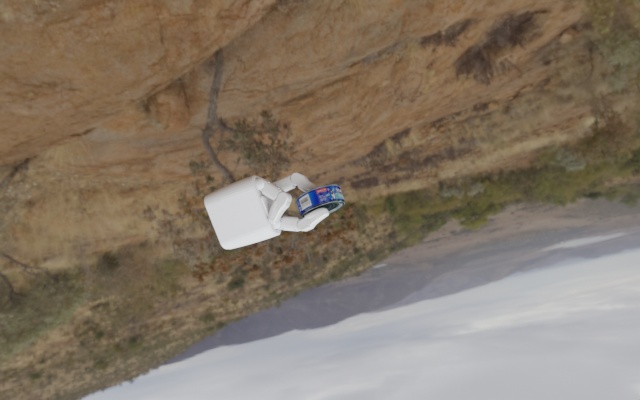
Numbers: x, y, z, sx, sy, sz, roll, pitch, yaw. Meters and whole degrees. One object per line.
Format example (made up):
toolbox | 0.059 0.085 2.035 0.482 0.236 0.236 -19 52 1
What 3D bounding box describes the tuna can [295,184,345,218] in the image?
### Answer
tuna can | 0.000 0.003 0.866 0.086 0.033 0.086 -17 -15 -5
